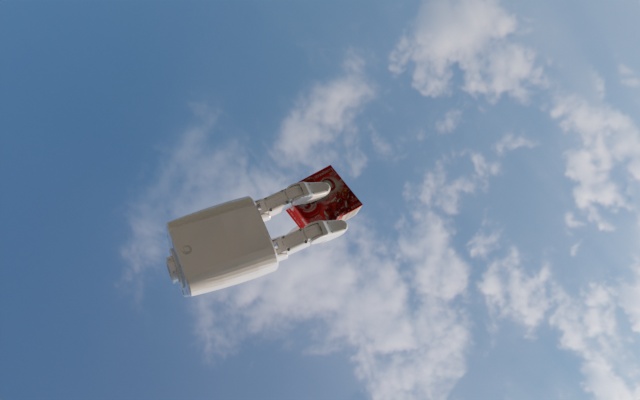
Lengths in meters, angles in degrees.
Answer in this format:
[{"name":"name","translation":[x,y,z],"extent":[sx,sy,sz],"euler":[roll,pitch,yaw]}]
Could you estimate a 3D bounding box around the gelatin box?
[{"name":"gelatin box","translation":[0.000,0.002,0.633],"extent":[0.089,0.073,0.030],"euler":[-29,-17,-33]}]
